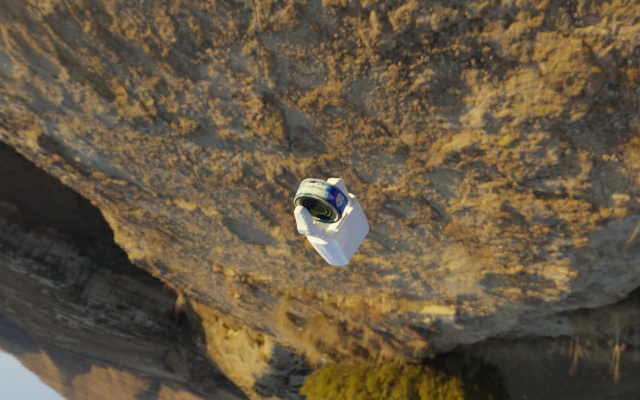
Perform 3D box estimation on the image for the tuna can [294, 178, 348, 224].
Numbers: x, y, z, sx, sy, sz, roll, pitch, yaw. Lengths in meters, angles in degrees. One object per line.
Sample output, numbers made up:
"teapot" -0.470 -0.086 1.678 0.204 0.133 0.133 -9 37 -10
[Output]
"tuna can" 0.000 0.003 0.793 0.086 0.033 0.086 19 -28 10
